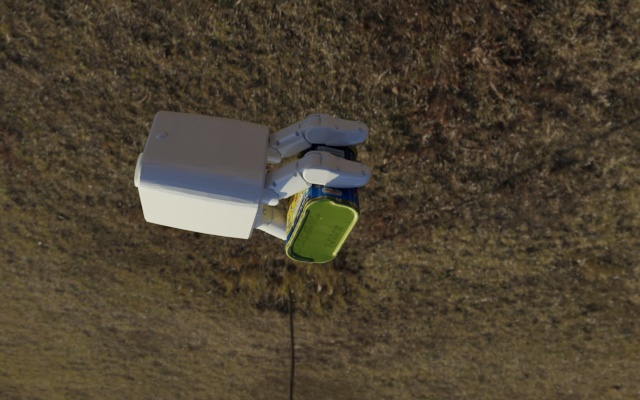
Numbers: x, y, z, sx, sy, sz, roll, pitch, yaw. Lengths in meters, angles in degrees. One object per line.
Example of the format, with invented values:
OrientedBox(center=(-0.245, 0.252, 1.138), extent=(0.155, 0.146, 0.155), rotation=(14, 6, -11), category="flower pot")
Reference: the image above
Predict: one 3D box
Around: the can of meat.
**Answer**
OrientedBox(center=(0.000, 0.002, 0.473), extent=(0.057, 0.083, 0.102), rotation=(12, -43, -14), category="can of meat")
